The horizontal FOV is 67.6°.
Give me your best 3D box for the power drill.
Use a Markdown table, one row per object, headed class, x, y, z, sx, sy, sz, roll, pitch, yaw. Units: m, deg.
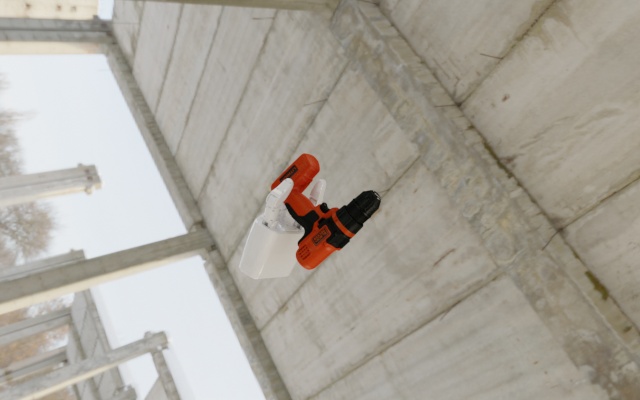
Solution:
| class | x | y | z | sx | sy | sz | roll | pitch | yaw |
| --- | --- | --- | --- | --- | --- | --- | --- | --- | --- |
| power drill | 0.000 | 0.003 | 0.855 | 0.184 | 0.187 | 0.057 | -43 | -37 | 14 |
